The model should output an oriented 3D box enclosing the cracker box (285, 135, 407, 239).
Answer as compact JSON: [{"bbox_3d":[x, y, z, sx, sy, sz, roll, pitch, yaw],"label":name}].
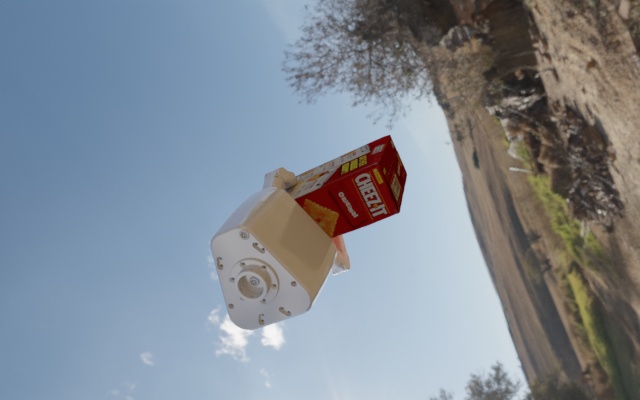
[{"bbox_3d":[0.000,0.002,0.620,0.214,0.072,0.164,-23,13,19],"label":"cracker box"}]
